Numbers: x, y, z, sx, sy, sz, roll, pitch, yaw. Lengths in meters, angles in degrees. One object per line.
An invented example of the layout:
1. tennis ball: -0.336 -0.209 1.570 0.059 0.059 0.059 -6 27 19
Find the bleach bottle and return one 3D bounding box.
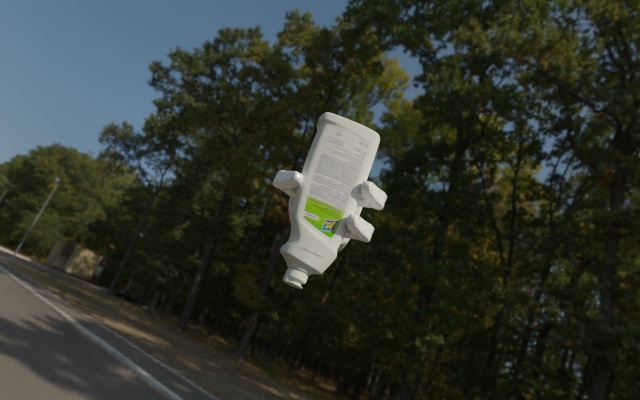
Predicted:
1. bleach bottle: 0.000 0.002 0.692 0.102 0.250 0.068 22 -17 2
